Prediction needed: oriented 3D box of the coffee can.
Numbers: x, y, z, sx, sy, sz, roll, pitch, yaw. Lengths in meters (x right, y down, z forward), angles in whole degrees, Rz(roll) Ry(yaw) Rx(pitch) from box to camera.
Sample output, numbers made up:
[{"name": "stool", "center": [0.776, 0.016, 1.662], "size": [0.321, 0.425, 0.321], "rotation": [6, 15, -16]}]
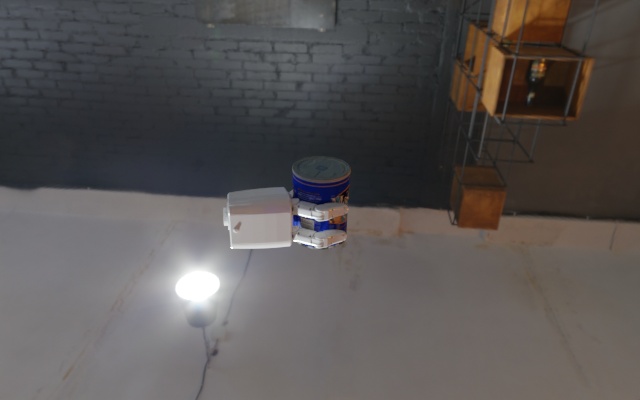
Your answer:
[{"name": "coffee can", "center": [0.000, 0.003, 0.869], "size": [0.103, 0.140, 0.102], "rotation": [1, 28, -1]}]
